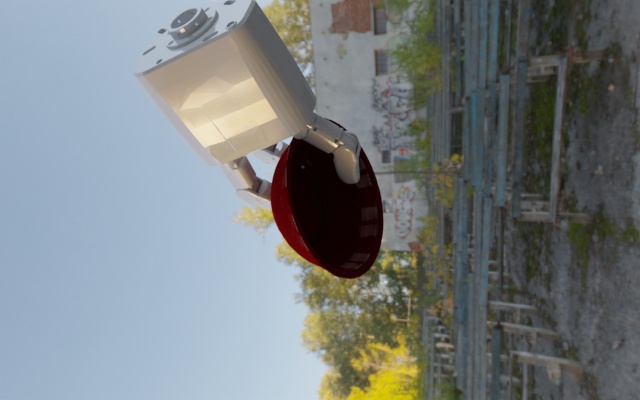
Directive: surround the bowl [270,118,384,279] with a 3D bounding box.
[{"bbox_3d":[0.000,0.003,0.486,0.055,0.162,0.162,-15,-9,36],"label":"bowl"}]
